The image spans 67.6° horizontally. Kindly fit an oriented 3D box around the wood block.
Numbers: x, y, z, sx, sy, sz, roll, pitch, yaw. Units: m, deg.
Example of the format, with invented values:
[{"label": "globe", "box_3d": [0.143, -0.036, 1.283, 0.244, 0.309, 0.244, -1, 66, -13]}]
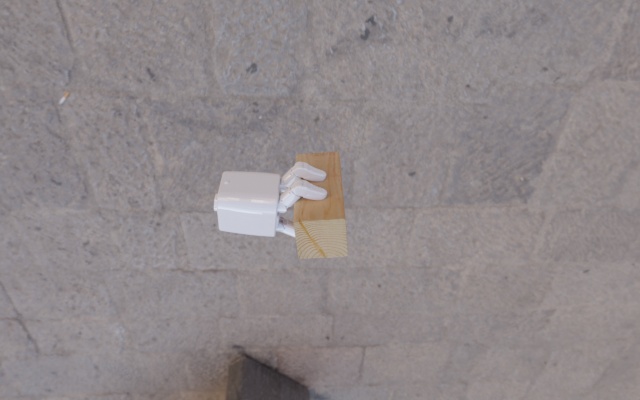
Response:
[{"label": "wood block", "box_3d": [0.000, 0.003, 0.895, 0.090, 0.091, 0.206, -4, 39, 2]}]
